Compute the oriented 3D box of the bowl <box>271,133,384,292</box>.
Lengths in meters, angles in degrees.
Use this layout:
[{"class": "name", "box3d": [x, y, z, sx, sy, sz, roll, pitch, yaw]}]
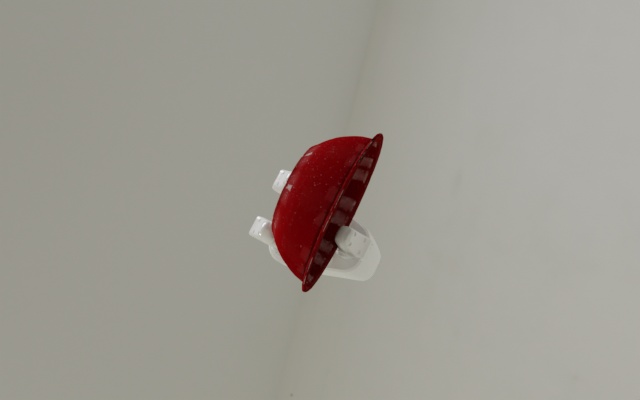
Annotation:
[{"class": "bowl", "box3d": [0.000, 0.001, 0.445, 0.055, 0.162, 0.162, 26, 4, 9]}]
